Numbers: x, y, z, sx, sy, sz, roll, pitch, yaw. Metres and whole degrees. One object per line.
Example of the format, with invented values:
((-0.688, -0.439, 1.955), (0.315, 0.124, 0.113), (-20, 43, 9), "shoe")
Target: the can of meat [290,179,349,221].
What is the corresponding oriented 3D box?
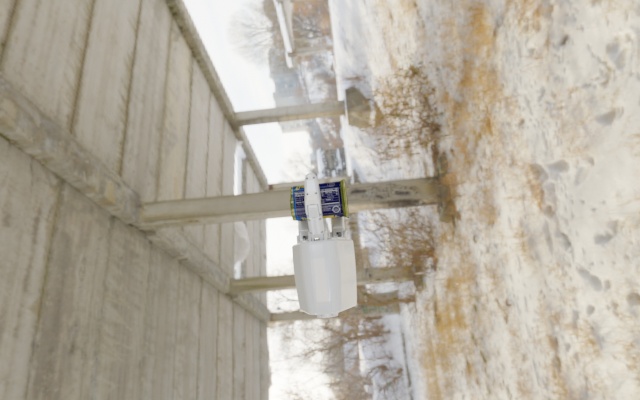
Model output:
((0.000, 0.002, 0.741), (0.084, 0.057, 0.102), (-6, -4, 4), "can of meat")
